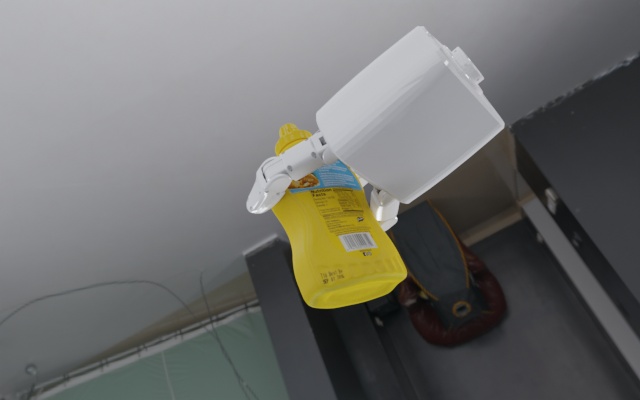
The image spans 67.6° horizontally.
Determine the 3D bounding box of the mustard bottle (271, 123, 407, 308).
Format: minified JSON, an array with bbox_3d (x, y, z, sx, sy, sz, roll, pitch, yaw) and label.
[{"bbox_3d":[0.000,0.002,0.446,0.096,0.191,0.058,-4,-35,-32],"label":"mustard bottle"}]
